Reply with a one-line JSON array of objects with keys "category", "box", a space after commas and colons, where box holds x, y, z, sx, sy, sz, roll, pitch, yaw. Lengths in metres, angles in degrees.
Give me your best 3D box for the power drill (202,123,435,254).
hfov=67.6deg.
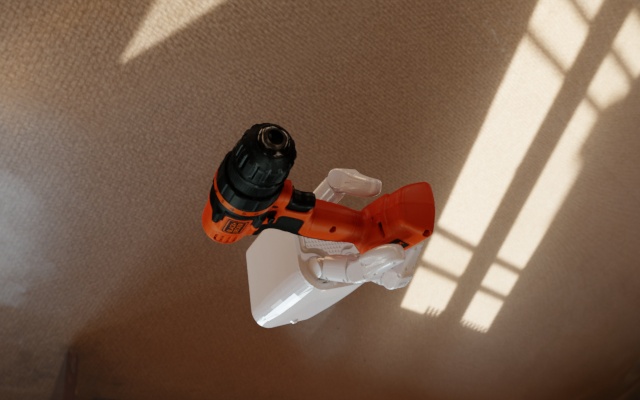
[{"category": "power drill", "box": [0.000, 0.002, 0.412, 0.187, 0.057, 0.184, 11, -23, -19]}]
